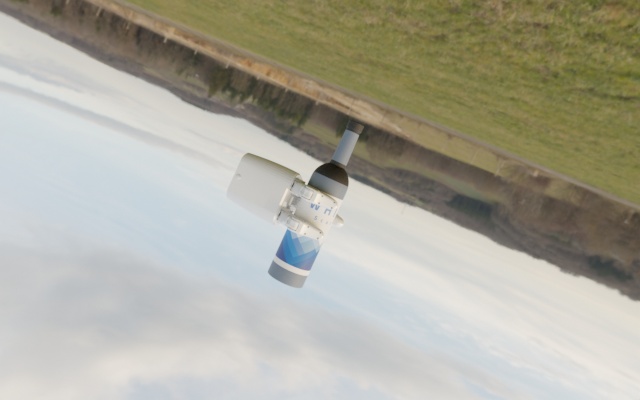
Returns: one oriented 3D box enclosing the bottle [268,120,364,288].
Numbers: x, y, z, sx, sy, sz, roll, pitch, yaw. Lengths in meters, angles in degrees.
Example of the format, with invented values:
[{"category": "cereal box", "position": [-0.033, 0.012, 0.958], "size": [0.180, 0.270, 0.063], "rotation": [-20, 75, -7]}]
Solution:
[{"category": "bottle", "position": [0.000, 0.003, 0.816], "size": [0.069, 0.296, 0.069], "rotation": [25, 3, -2]}]
